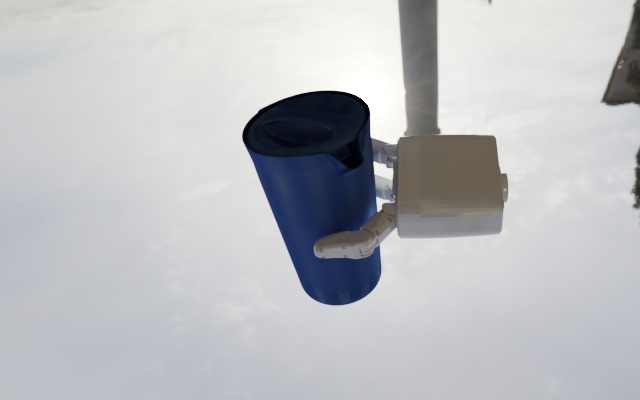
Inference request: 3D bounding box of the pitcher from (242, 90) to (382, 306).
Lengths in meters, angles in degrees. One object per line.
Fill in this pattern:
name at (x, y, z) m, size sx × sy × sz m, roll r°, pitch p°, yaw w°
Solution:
pitcher at (0.000, 0.002, 0.560) m, size 0.145 × 0.243 × 0.149 m, roll -2°, pitch 39°, yaw 13°
